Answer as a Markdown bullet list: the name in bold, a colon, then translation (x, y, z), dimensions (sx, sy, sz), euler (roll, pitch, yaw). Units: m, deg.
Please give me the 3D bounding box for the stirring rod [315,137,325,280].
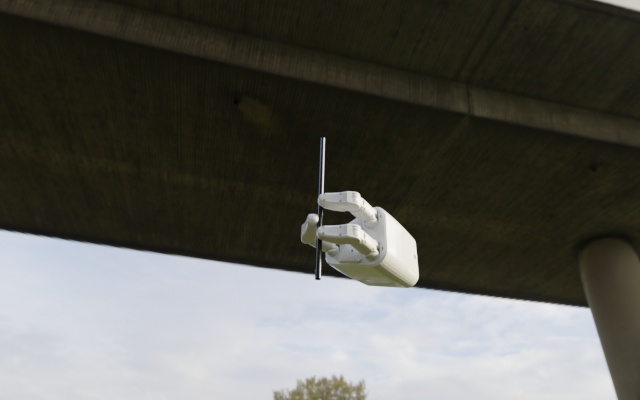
- **stirring rod**: translation (0.000, 0.002, 0.685), dimensions (0.011, 0.239, 0.011), euler (1, -34, 1)
